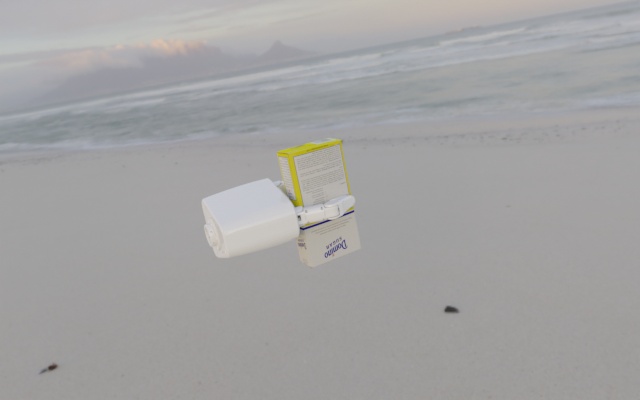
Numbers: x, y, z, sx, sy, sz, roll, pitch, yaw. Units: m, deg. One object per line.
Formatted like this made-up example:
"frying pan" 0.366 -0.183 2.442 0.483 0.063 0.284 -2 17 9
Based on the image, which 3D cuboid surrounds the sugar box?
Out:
"sugar box" 0.000 0.002 0.716 0.093 0.176 0.048 -18 19 -25
